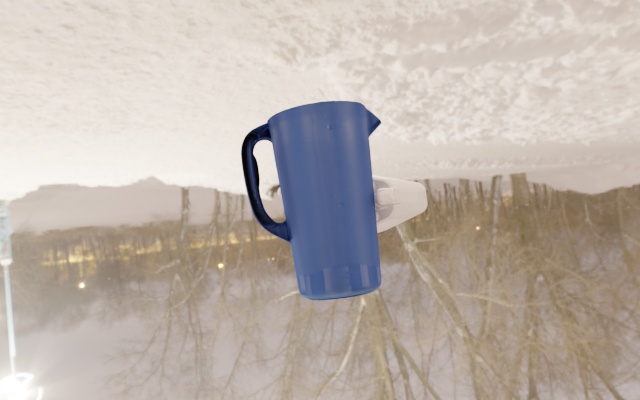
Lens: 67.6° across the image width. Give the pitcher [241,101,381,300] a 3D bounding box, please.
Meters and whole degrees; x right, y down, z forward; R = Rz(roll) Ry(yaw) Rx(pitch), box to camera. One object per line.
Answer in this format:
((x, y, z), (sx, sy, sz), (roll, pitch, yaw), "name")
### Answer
((0.000, 0.002, 0.624), (0.149, 0.243, 0.145), (-10, -5, 38), "pitcher")
